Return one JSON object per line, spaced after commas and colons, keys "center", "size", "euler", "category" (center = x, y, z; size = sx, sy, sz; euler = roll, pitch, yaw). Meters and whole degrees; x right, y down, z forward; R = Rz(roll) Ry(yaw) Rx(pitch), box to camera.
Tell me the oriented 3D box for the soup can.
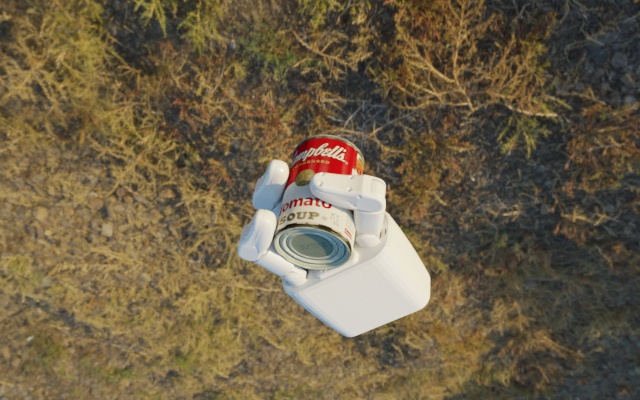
{"center": [0.000, 0.001, 0.422], "size": [0.068, 0.102, 0.069], "euler": [7, -38, 5], "category": "soup can"}
